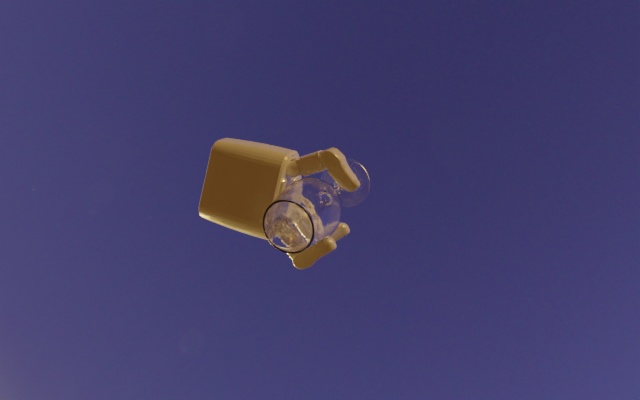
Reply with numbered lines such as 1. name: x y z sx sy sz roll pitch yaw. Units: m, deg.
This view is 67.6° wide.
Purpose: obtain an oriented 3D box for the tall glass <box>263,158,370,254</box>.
1. tall glass: 0.000 0.002 0.604 0.079 0.079 0.201 0 16 22
